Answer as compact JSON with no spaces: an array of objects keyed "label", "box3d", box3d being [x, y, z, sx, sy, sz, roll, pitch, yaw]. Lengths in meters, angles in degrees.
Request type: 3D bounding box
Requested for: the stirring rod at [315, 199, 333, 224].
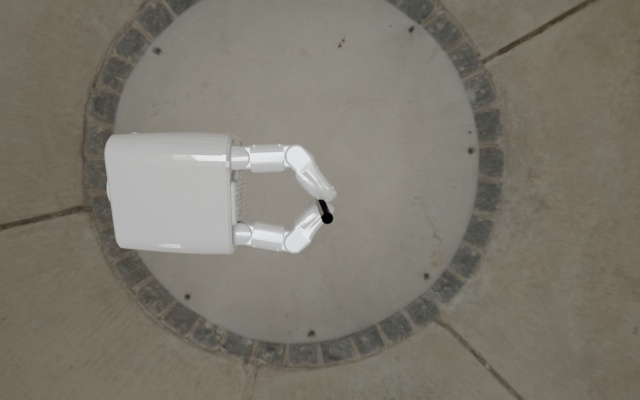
[{"label":"stirring rod","box3d":[0.000,0.001,0.435,0.011,0.011,0.239,0,5,-2]}]
